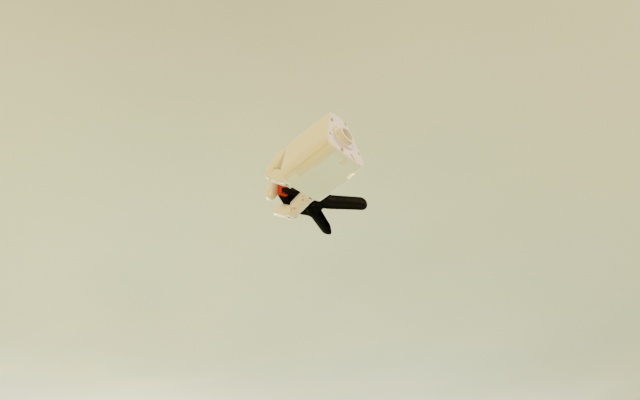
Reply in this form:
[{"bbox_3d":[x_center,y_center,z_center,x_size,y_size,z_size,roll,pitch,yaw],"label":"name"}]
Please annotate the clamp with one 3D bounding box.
[{"bbox_3d":[0.000,0.002,0.888,0.120,0.039,0.171,-36,-46,27],"label":"clamp"}]
